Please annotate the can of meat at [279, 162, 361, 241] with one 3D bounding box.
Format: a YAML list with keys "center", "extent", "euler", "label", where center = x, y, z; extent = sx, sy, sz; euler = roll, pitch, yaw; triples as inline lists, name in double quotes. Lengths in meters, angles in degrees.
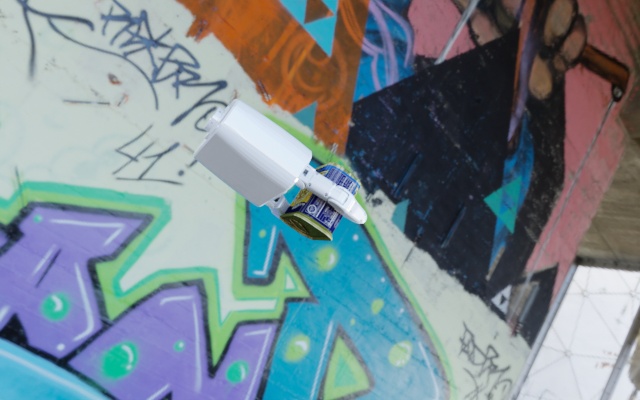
- center: [0.000, 0.002, 0.621]
  extent: [0.057, 0.084, 0.102]
  euler: [35, -14, -14]
  label: "can of meat"
